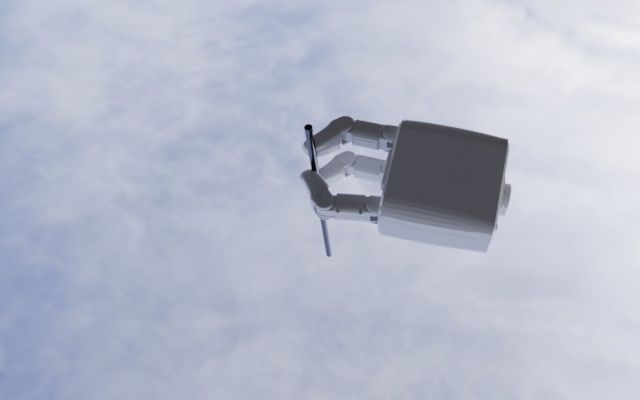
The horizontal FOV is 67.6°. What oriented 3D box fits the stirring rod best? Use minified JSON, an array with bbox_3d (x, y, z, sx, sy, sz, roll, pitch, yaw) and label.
[{"bbox_3d":[0.000,0.002,0.544,0.011,0.011,0.240,0,-36,7],"label":"stirring rod"}]
